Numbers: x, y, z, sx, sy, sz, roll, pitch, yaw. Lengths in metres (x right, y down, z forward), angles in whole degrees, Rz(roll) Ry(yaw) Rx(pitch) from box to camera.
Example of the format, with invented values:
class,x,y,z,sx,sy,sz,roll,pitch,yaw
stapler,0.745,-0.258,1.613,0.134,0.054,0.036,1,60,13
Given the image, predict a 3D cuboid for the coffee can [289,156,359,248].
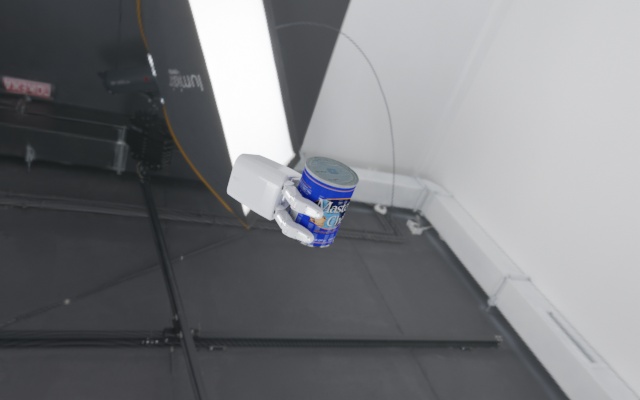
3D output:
class,x,y,z,sx,sy,sz,roll,pitch,yaw
coffee can,0.000,0.003,0.898,0.103,0.140,0.102,16,28,-9
